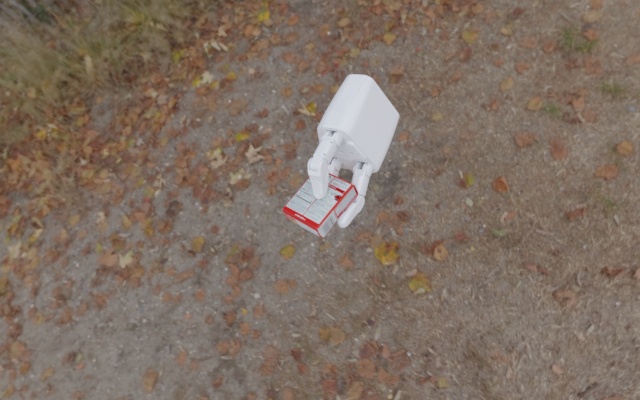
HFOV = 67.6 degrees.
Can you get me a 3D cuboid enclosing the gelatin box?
[{"bbox_3d":[0.000,0.002,0.698,0.073,0.089,0.030,27,-22,35],"label":"gelatin box"}]
